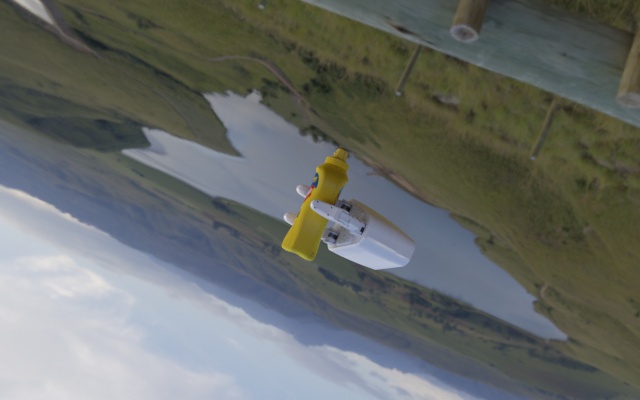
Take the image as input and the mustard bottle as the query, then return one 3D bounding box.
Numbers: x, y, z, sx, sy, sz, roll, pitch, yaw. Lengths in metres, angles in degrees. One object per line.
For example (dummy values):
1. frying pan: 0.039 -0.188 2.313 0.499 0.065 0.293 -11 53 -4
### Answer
1. mustard bottle: 0.000 0.003 0.792 0.058 0.191 0.096 25 -7 -2
